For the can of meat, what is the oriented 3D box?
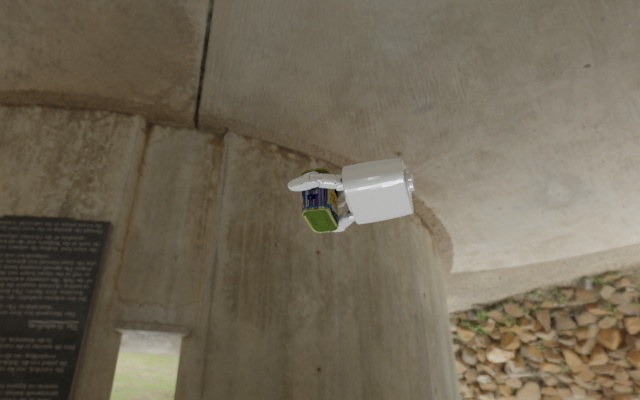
[{"bbox_3d":[0.000,0.003,0.883,0.057,0.084,0.102,-9,-30,13],"label":"can of meat"}]
